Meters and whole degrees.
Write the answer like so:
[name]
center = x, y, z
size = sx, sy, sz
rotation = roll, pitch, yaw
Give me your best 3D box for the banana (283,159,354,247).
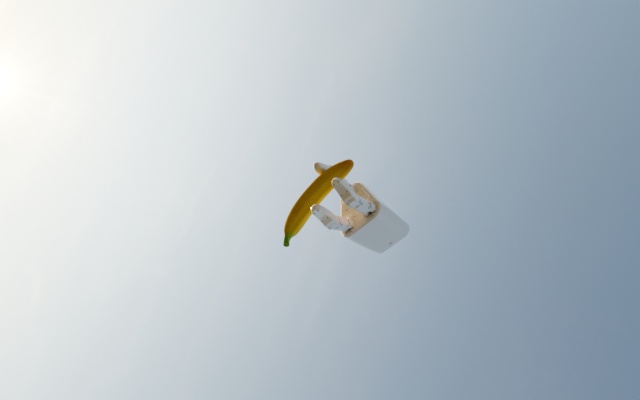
[banana]
center = -0.010, -0.001, 0.890
size = 0.037, 0.198, 0.069
rotation = 35, 4, -33
